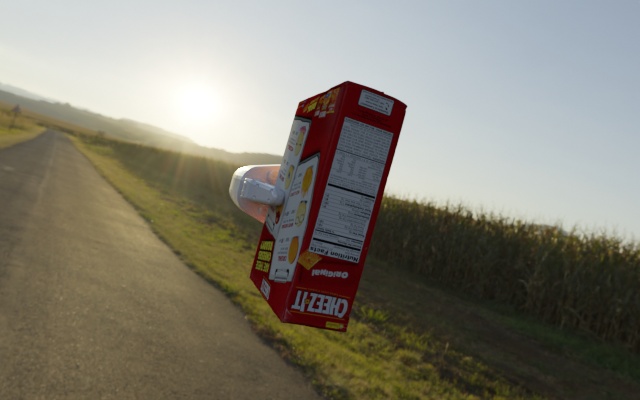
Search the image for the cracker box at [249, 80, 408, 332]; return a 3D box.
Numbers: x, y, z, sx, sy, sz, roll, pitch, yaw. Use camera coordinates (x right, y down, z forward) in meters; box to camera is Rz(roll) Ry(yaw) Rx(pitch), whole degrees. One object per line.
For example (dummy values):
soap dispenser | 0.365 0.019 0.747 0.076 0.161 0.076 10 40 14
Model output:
cracker box | 0.000 0.001 0.483 0.072 0.213 0.164 15 0 -18
